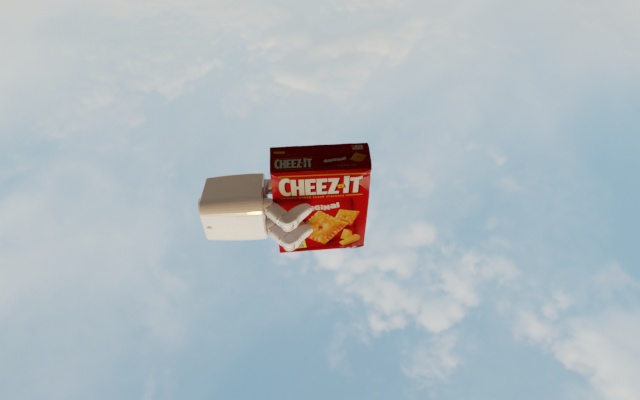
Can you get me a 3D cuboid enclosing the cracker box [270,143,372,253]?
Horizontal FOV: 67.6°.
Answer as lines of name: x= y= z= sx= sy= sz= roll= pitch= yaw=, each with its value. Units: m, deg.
cracker box: x=0.000 y=0.003 z=0.839 sx=0.164 sy=0.072 sz=0.214 roll=-3 pitch=-41 yaw=-2
